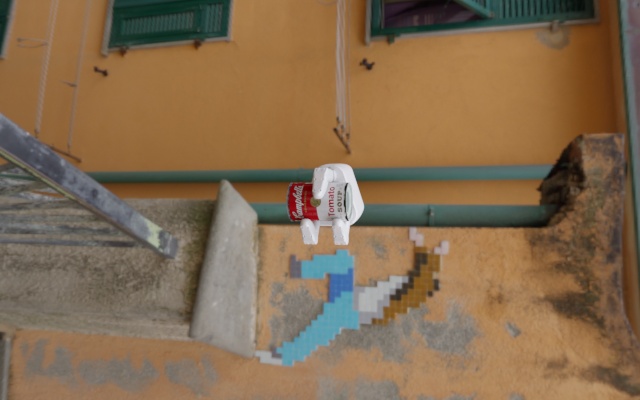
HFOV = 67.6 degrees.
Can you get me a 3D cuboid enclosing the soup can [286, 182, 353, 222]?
[{"bbox_3d":[0.000,0.003,0.817,0.102,0.068,0.068,0,0,14],"label":"soup can"}]
